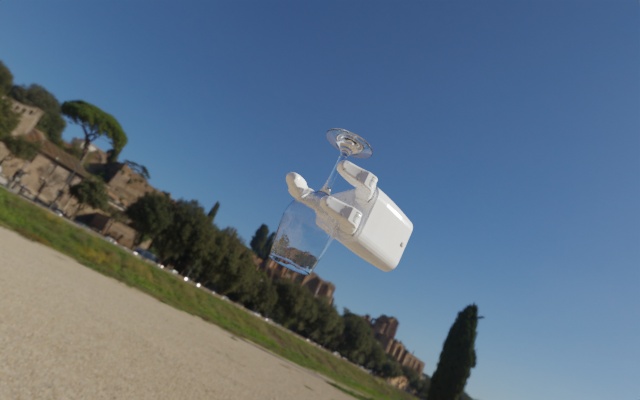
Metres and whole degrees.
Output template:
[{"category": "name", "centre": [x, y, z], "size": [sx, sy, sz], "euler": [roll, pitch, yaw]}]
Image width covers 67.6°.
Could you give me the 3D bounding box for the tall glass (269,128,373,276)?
[{"category": "tall glass", "centre": [0.000, 0.002, 0.668], "size": [0.079, 0.201, 0.079], "euler": [24, -17, 8]}]
